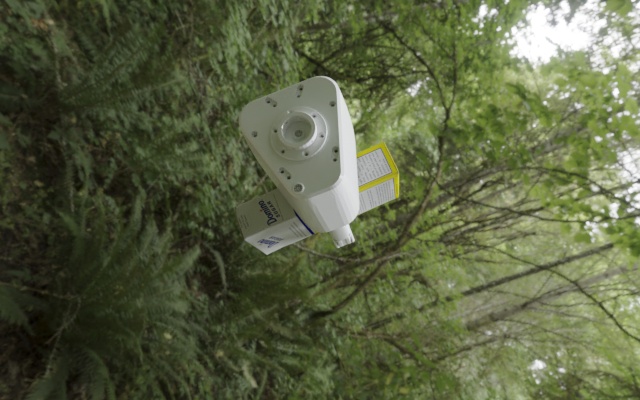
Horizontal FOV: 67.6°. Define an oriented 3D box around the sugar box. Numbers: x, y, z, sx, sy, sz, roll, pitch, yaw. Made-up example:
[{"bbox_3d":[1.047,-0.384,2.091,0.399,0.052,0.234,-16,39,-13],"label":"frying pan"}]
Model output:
[{"bbox_3d":[0.000,0.001,0.538,0.176,0.048,0.093,-21,-19,2],"label":"sugar box"}]
